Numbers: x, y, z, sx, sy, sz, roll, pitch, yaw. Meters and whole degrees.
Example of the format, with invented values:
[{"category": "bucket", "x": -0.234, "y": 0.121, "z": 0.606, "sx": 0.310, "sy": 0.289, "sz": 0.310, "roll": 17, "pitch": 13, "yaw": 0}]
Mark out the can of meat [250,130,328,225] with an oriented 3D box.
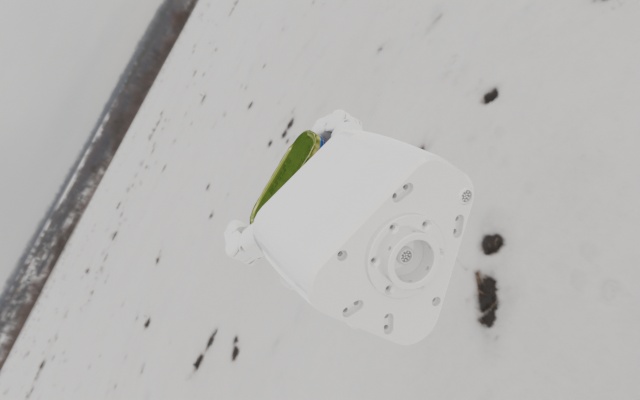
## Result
[{"category": "can of meat", "x": 0.000, "y": 0.001, "z": 0.411, "sx": 0.084, "sy": 0.102, "sz": 0.057, "roll": 28, "pitch": 5, "yaw": -26}]
